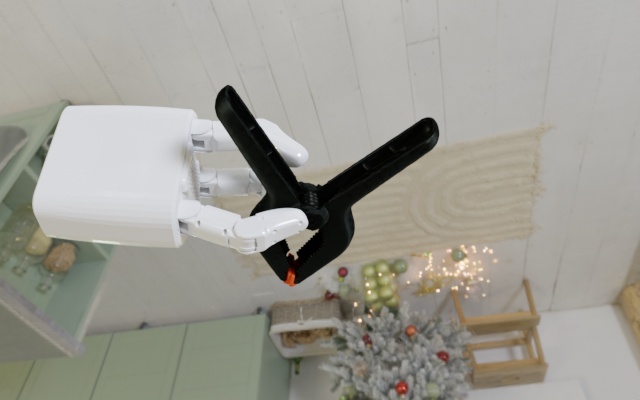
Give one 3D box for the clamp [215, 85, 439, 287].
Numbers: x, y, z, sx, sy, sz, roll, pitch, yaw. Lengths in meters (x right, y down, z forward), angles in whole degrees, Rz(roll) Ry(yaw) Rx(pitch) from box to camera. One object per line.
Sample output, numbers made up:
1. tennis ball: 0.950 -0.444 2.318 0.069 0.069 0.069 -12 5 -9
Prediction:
1. clamp: 0.000 0.002 0.404 0.164 0.210 0.036 3 44 -4
